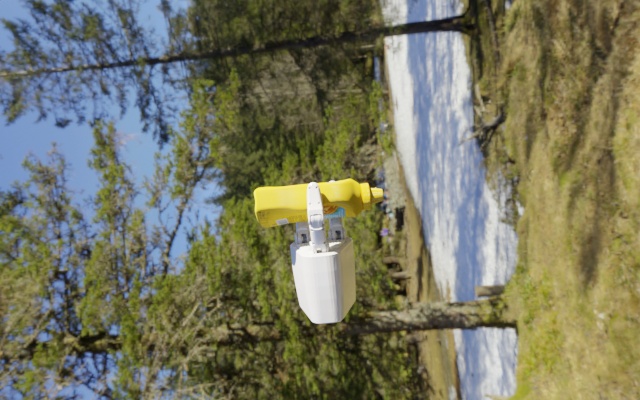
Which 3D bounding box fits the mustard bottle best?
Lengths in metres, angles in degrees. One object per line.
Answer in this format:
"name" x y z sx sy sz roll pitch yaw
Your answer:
"mustard bottle" 0.000 0.002 0.730 0.191 0.058 0.096 -6 -17 2
